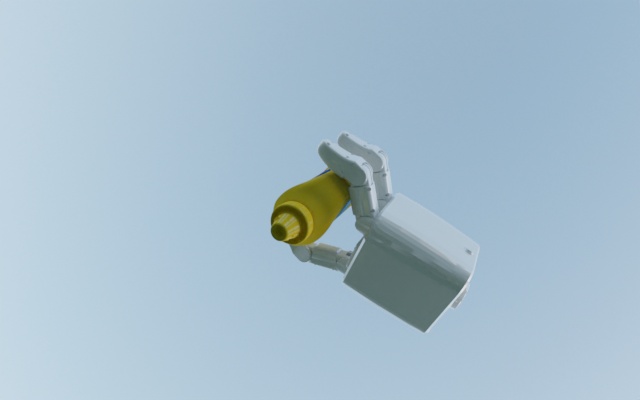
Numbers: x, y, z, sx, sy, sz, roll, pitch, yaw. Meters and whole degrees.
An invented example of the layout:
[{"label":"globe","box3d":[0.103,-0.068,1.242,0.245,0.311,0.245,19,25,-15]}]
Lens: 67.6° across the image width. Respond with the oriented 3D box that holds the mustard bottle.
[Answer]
[{"label":"mustard bottle","box3d":[0.000,0.001,0.513,0.096,0.058,0.191,-38,0,29]}]
